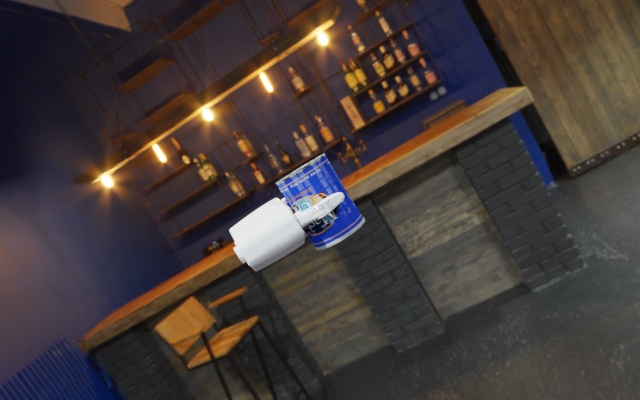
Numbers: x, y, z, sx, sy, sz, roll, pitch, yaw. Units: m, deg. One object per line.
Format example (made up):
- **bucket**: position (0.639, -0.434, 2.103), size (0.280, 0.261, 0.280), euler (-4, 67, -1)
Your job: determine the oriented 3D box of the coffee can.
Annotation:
- **coffee can**: position (0.000, 0.003, 0.849), size (0.103, 0.140, 0.103), euler (-31, 7, 4)
